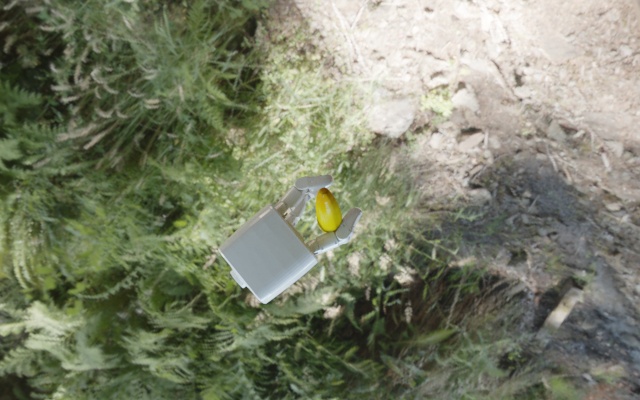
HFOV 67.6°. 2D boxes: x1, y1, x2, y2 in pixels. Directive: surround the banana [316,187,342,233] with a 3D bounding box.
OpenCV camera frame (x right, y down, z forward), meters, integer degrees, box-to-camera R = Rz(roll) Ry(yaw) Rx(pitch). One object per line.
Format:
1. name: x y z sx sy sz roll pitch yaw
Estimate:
1. banana: 0.008 0.019 0.747 0.037 0.069 0.198 -27 0 -3
